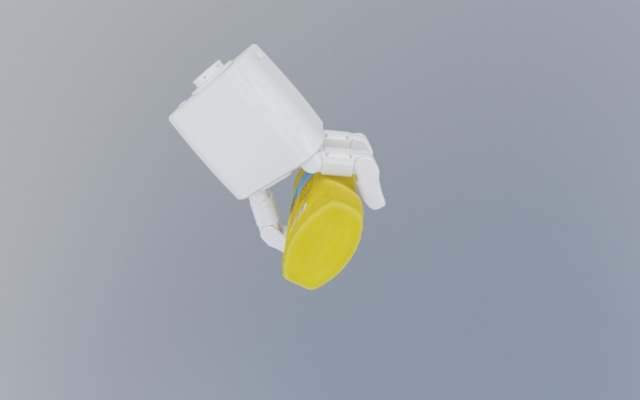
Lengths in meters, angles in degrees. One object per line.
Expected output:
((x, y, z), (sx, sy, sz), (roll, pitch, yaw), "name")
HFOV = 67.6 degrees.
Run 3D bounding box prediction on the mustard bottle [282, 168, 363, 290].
((0.000, 0.002, 0.501), (0.058, 0.096, 0.191), (25, 23, -12), "mustard bottle")
